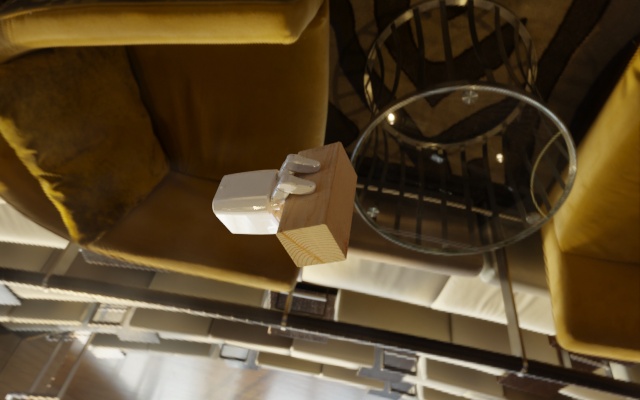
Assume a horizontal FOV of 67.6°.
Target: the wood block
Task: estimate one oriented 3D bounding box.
[{"bbox_3d":[0.000,0.003,0.828,0.090,0.091,0.206,-11,41,21],"label":"wood block"}]
